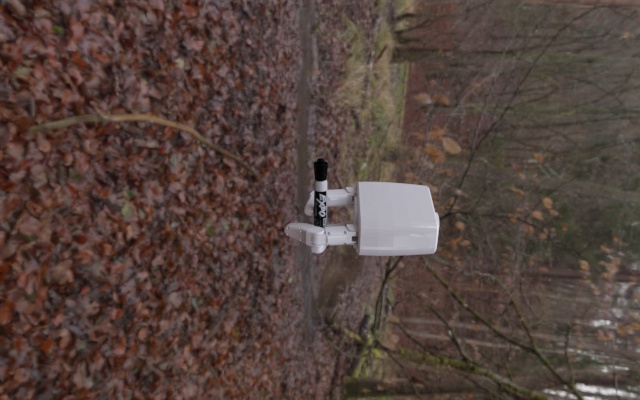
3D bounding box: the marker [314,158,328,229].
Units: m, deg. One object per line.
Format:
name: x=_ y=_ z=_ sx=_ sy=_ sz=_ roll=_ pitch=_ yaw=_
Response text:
marker: x=0.000 y=0.002 z=0.636 sx=0.020 sy=0.121 sz=0.020 roll=0 pitch=23 yaw=0
